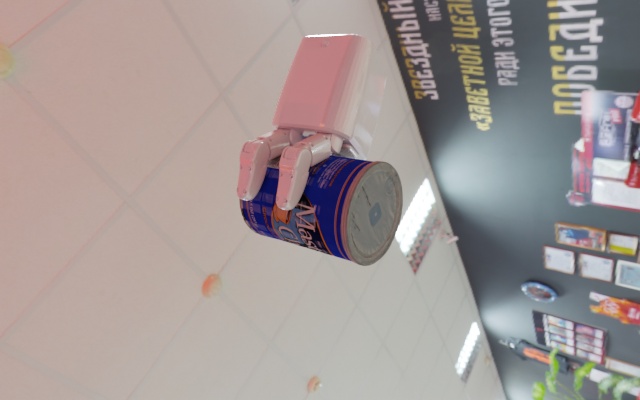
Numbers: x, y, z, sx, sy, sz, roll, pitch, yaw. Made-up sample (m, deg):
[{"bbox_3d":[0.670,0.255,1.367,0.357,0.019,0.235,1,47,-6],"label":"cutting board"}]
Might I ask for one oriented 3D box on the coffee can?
[{"bbox_3d":[0.000,0.002,0.502,0.140,0.103,0.103,12,7,37],"label":"coffee can"}]
